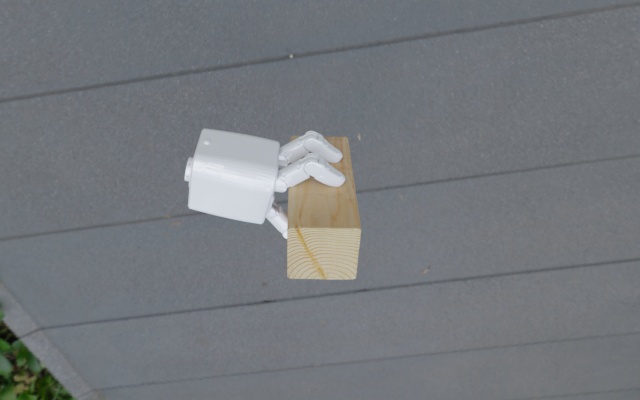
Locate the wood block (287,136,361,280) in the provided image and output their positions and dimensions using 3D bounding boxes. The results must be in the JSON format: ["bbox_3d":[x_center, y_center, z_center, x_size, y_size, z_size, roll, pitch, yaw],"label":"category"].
[{"bbox_3d":[0.000,0.002,0.663,0.090,0.091,0.206,1,39,-3],"label":"wood block"}]
